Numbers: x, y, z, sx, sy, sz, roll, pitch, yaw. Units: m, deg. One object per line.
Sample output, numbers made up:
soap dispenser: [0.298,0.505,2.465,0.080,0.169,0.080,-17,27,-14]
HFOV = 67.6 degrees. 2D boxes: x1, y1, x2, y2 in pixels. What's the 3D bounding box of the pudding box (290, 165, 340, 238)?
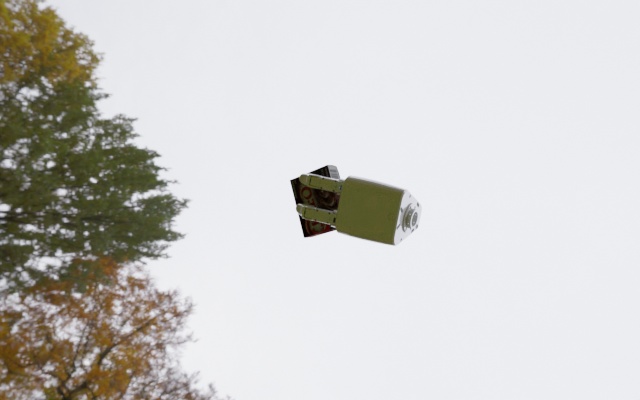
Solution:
pudding box: [0.000,0.003,0.855,0.090,0.113,0.039,-19,-11,34]
